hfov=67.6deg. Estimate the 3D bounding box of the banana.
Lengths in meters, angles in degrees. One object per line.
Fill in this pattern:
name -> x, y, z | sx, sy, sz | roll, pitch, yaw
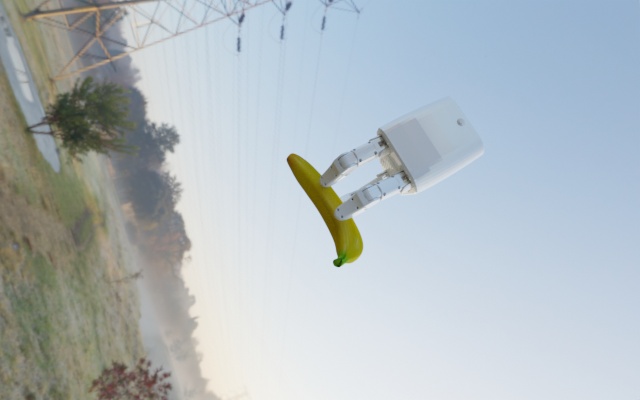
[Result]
banana -> 0.011, 0.012, 0.629 | 0.037, 0.197, 0.070 | -38, -40, 12
